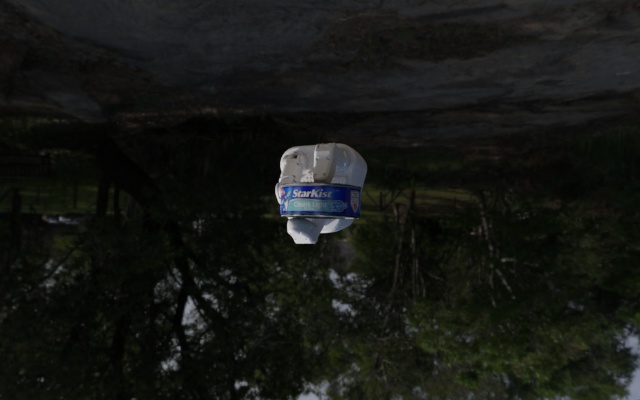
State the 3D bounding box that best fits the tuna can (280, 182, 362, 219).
[{"bbox_3d":[0.000,0.002,0.504,0.086,0.034,0.086,2,-4,0],"label":"tuna can"}]
